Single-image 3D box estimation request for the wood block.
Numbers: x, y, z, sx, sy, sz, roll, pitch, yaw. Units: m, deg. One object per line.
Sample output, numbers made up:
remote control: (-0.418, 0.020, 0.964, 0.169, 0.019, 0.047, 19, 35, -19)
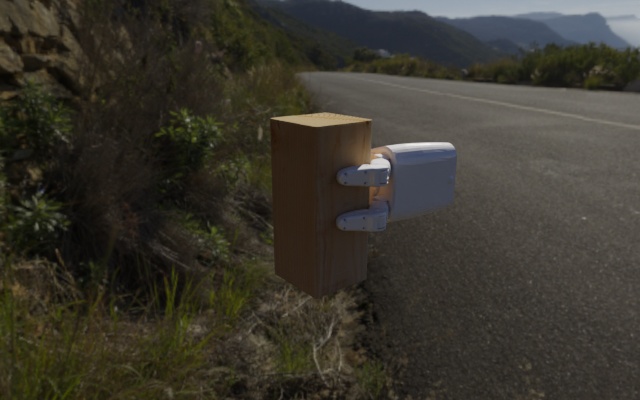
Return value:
wood block: (0.000, 0.002, 0.594, 0.090, 0.206, 0.091, -14, 22, -37)
